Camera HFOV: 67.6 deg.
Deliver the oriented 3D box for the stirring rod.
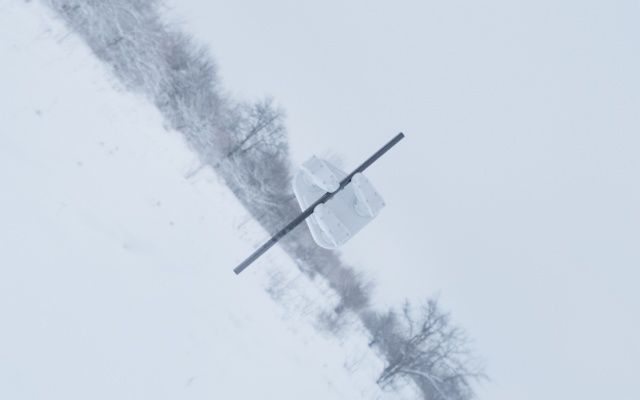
[{"bbox_3d":[0.000,0.002,0.527,0.239,0.011,0.011,-40,4,-5],"label":"stirring rod"}]
